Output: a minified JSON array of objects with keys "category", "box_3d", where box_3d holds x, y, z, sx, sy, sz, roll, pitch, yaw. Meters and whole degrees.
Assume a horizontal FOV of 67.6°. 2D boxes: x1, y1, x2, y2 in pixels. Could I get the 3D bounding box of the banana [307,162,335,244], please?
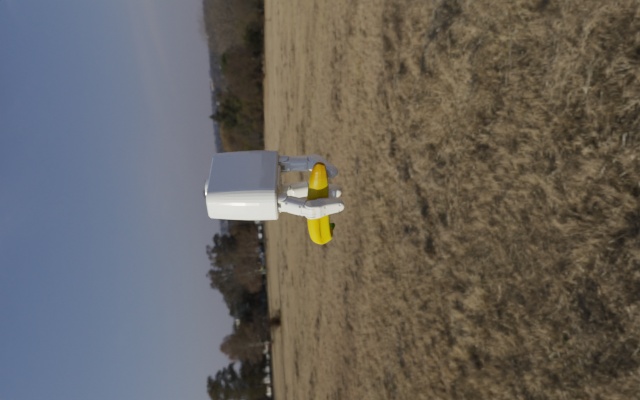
[{"category":"banana","box_3d":[-0.001,0.020,0.775,0.037,0.069,0.198,2,-32,7]}]
